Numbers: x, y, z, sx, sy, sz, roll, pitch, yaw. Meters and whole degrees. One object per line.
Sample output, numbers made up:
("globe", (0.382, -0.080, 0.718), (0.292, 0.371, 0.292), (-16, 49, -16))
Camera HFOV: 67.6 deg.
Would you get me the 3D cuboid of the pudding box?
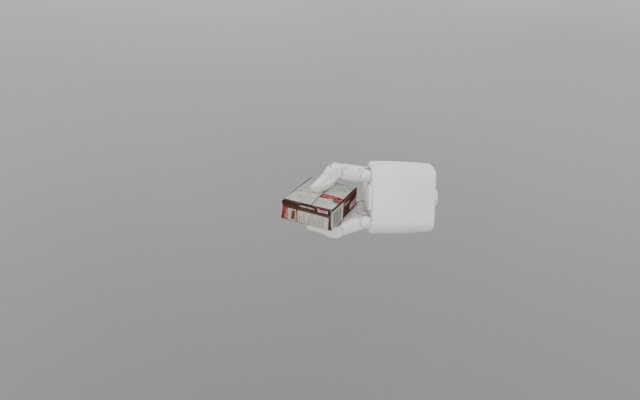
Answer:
("pudding box", (0.000, 0.002, 0.791), (0.090, 0.039, 0.113), (13, 25, 21))
